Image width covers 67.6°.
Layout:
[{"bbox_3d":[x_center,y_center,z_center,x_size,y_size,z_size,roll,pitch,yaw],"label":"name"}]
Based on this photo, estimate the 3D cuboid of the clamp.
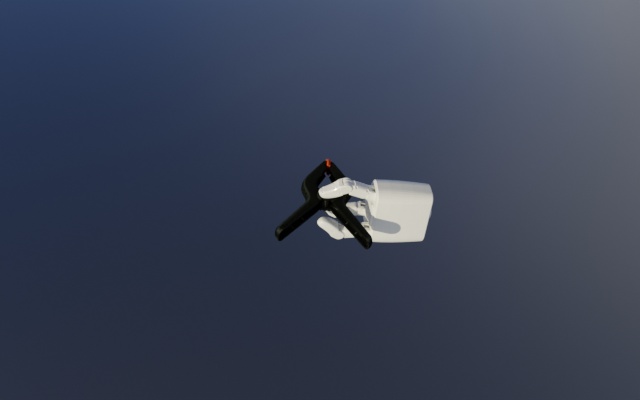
[{"bbox_3d":[0.000,0.002,0.864,0.164,0.209,0.036,1,-45,-7],"label":"clamp"}]
